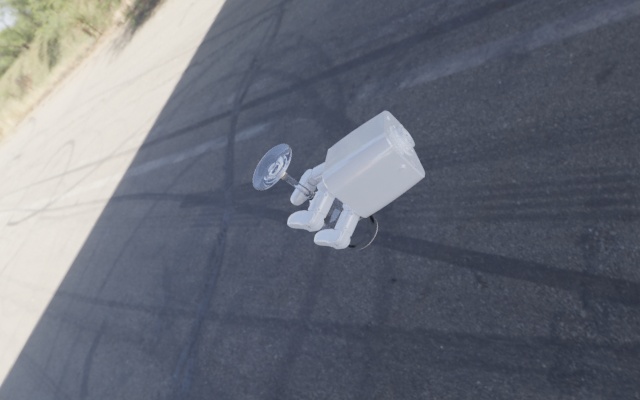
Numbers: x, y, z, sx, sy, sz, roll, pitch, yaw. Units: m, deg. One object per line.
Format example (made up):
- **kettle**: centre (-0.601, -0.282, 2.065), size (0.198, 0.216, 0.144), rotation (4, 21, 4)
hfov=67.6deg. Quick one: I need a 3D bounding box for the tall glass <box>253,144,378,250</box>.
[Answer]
- **tall glass**: centre (0.000, 0.002, 0.702), size (0.201, 0.079, 0.079), rotation (36, -23, -34)
